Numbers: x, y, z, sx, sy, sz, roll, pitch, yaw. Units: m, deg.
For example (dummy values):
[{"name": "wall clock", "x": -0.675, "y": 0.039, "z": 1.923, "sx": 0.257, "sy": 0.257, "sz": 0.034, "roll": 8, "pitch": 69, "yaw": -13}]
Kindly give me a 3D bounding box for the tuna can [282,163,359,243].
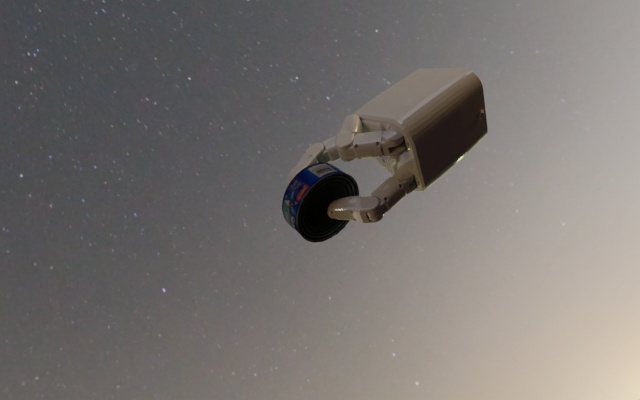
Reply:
[{"name": "tuna can", "x": 0.000, "y": 0.002, "z": 0.533, "sx": 0.086, "sy": 0.086, "sz": 0.033, "roll": 0, "pitch": 27, "yaw": -42}]
